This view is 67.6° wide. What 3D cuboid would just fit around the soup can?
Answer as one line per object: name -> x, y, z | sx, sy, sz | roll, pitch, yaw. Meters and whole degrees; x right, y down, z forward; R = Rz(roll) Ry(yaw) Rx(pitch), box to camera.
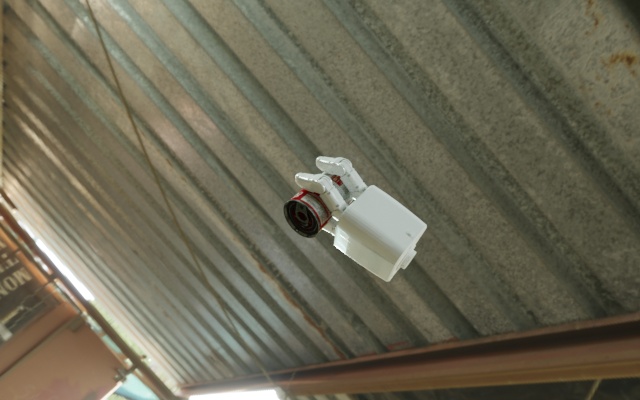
soup can -> 0.000, 0.002, 0.748 | 0.068, 0.068, 0.102 | 0, 31, 44
